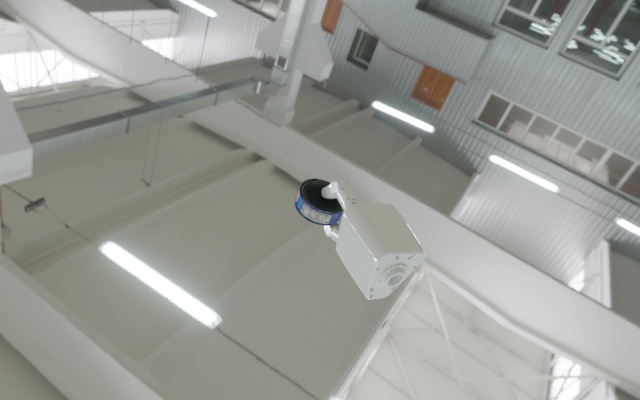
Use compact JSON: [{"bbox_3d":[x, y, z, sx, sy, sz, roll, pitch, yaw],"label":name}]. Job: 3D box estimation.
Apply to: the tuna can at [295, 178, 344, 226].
[{"bbox_3d":[0.000,0.003,0.817,0.086,0.034,0.086,16,37,-13],"label":"tuna can"}]
